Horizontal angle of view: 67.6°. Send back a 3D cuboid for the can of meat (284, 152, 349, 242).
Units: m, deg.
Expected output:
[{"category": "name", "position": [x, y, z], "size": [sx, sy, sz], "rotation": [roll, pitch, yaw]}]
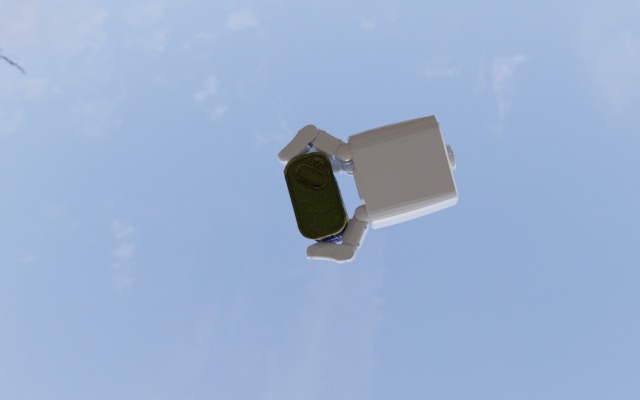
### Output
[{"category": "can of meat", "position": [0.000, 0.002, 0.589], "size": [0.057, 0.102, 0.084], "rotation": [-18, -15, 6]}]
